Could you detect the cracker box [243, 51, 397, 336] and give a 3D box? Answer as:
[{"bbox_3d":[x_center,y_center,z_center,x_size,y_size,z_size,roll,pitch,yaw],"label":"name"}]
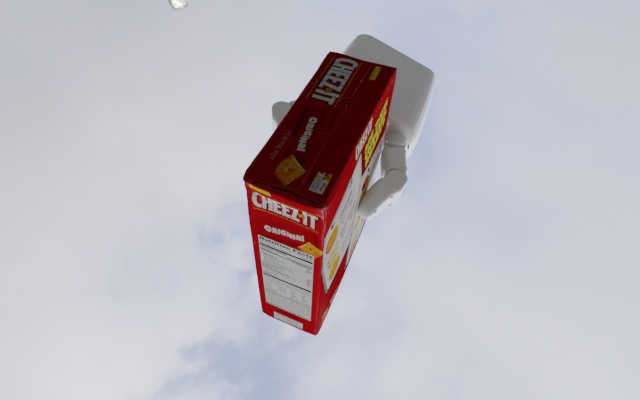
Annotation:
[{"bbox_3d":[0.000,0.002,0.442,0.072,0.164,0.214,19,-36,12],"label":"cracker box"}]
